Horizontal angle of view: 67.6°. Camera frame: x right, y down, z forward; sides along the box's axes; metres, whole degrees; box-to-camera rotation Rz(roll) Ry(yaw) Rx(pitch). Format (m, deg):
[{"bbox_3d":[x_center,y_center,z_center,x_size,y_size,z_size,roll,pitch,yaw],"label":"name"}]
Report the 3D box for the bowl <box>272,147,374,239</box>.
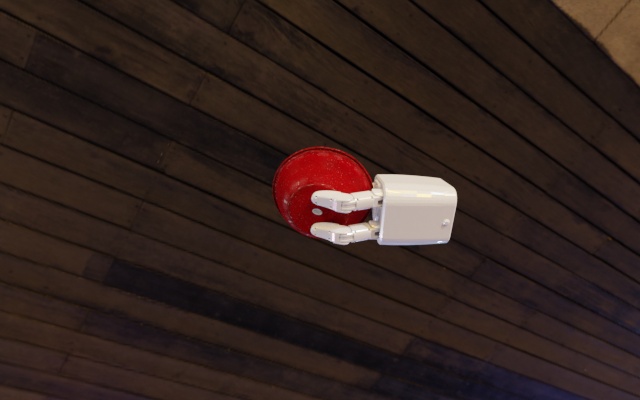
[{"bbox_3d":[-0.001,0.003,0.730,0.162,0.162,0.055,0,30,9],"label":"bowl"}]
